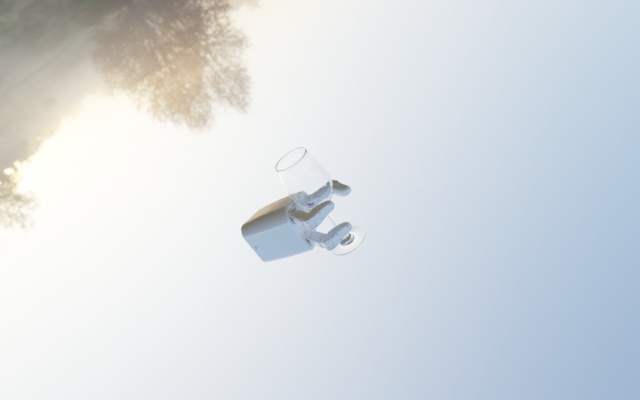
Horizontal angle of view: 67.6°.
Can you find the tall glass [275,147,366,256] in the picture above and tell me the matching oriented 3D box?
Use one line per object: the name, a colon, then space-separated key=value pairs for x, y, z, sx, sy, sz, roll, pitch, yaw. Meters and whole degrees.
tall glass: x=0.001 y=0.003 z=0.841 sx=0.079 sy=0.201 sz=0.079 roll=-26 pitch=29 yaw=16
